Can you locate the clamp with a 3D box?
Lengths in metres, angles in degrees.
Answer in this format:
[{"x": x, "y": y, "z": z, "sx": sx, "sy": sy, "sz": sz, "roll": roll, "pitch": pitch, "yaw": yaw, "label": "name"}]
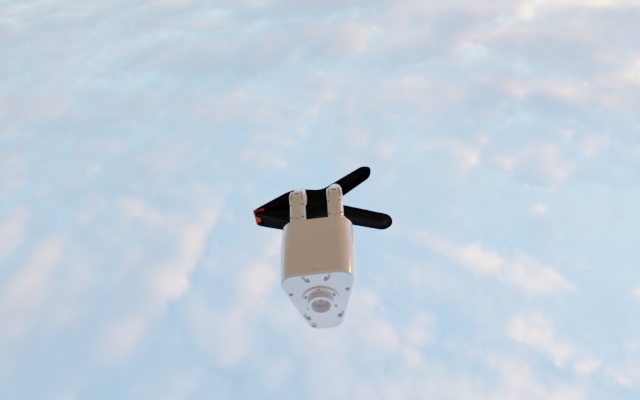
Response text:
[{"x": 0.000, "y": 0.003, "z": 0.760, "sx": 0.210, "sy": 0.036, "sz": 0.164, "roll": -7, "pitch": 32, "yaw": 5, "label": "clamp"}]
